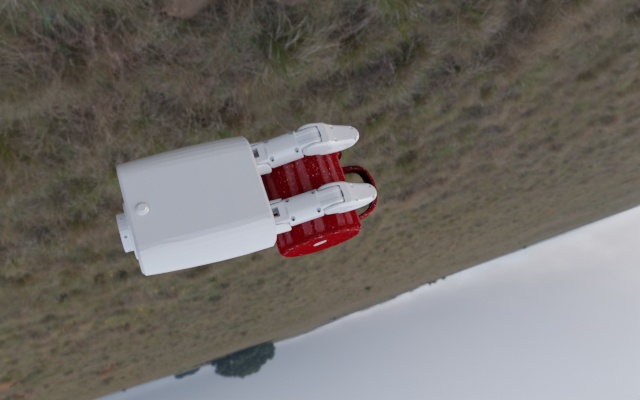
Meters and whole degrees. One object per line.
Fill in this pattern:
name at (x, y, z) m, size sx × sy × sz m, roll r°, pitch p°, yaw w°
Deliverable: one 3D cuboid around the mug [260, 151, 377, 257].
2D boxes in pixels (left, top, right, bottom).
mug at (0.001, 0.001, 0.461) m, size 0.117 × 0.081 × 0.093 m, roll -14°, pitch -14°, yaw -19°
